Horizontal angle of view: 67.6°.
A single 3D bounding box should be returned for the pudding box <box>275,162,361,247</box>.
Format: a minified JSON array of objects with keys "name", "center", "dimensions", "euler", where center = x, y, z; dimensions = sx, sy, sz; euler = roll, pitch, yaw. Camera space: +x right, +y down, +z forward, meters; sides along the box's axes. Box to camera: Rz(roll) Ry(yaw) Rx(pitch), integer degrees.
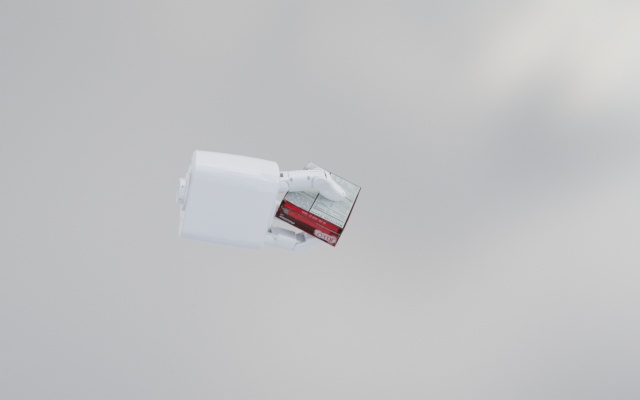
[{"name":"pudding box","center":[0.000,0.002,0.657],"dimensions":[0.090,0.039,0.113],"euler":[28,38,1]}]
